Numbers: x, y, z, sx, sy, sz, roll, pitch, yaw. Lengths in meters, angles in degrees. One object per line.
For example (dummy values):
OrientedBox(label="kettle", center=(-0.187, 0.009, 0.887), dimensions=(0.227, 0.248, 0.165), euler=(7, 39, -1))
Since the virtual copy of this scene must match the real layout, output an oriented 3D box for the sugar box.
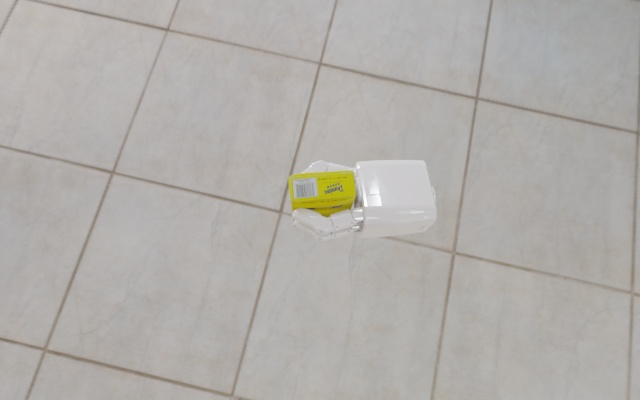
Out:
OrientedBox(label="sugar box", center=(0.000, 0.003, 0.742), dimensions=(0.093, 0.048, 0.176), euler=(-4, -17, -2))
